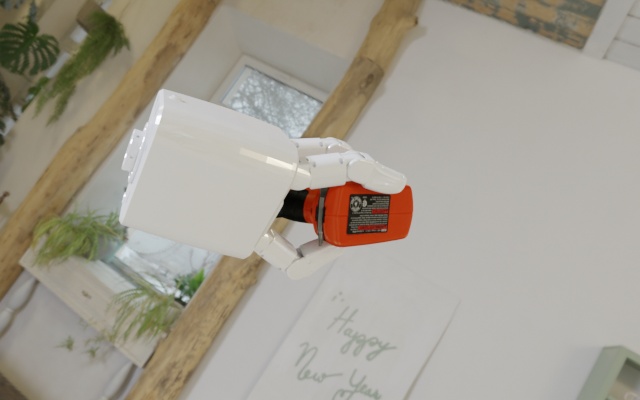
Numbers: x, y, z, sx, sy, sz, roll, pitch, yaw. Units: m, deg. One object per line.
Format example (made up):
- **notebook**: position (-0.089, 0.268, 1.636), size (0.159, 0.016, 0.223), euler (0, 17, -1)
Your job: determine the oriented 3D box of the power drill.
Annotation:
- **power drill**: position (0.000, 0.002, 0.494), size (0.184, 0.057, 0.187), euler (-3, 8, -41)
